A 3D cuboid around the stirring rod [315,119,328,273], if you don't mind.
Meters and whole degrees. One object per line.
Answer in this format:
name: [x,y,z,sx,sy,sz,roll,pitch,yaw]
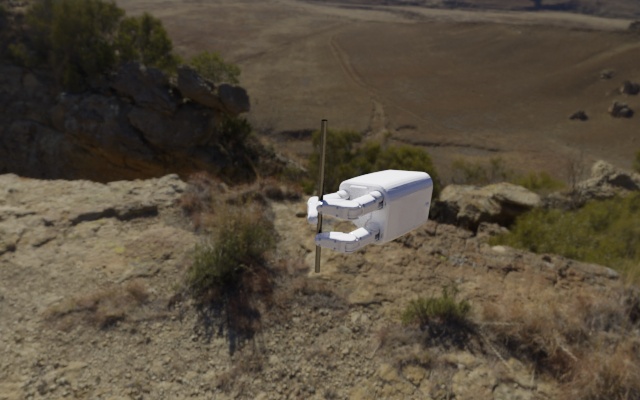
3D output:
stirring rod: [0.000,0.002,0.679,0.011,0.240,0.011,2,27,-1]
